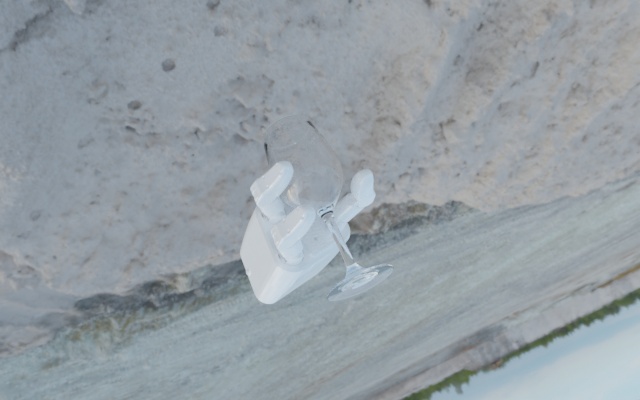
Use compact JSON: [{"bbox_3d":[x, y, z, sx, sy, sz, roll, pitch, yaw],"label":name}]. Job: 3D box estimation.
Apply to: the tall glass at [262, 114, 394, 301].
[{"bbox_3d":[0.000,0.002,0.516,0.079,0.201,0.079,-21,-25,-10],"label":"tall glass"}]
